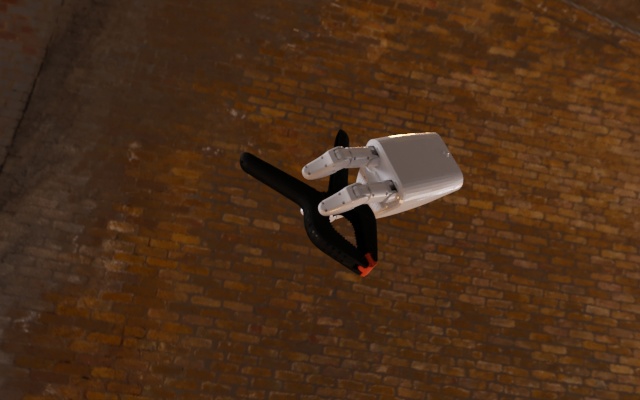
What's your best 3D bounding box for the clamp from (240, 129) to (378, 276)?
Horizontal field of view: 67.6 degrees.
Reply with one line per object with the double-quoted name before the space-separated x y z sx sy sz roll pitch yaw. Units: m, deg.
"clamp" 0.000 0.003 0.604 0.164 0.210 0.036 -12 -27 -26
